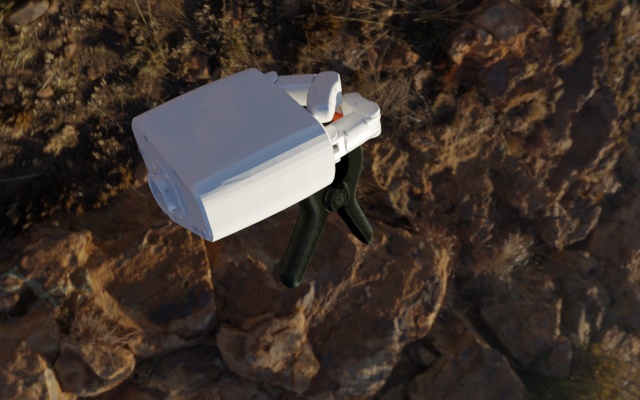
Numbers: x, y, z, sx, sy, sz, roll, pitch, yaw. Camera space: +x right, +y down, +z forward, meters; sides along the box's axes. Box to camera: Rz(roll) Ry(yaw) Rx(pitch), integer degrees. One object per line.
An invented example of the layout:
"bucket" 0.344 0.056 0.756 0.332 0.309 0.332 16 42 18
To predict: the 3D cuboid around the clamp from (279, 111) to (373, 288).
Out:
"clamp" 0.001 0.001 0.448 0.039 0.172 0.120 21 45 38
